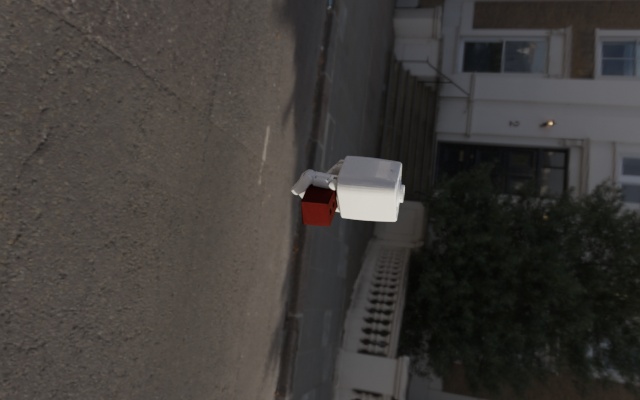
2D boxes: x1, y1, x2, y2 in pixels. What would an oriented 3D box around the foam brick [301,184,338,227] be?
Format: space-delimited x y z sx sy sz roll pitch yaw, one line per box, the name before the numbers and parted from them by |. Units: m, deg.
foam brick | 0.000 0.003 0.873 0.051 0.053 0.078 7 37 13
